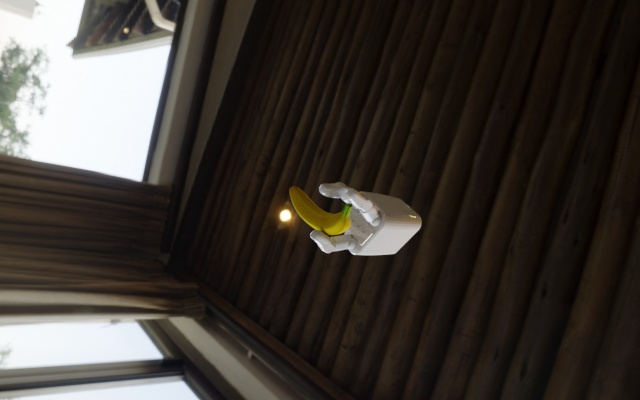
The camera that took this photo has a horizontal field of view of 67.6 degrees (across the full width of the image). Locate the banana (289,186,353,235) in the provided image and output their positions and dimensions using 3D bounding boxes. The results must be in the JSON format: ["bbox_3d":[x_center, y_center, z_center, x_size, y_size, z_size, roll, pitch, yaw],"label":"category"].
[{"bbox_3d":[0.000,0.022,0.874,0.037,0.069,0.197,2,9,-36],"label":"banana"}]
